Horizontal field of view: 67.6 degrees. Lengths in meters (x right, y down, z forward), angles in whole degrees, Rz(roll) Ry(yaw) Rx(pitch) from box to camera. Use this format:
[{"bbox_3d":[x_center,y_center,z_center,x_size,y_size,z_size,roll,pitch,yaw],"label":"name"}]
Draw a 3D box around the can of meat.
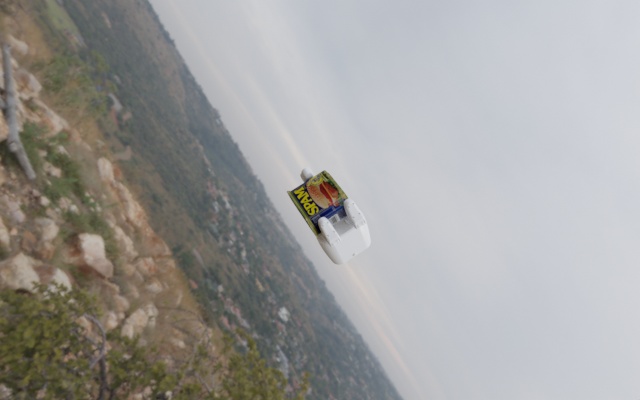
[{"bbox_3d":[0.000,0.003,0.869,0.084,0.102,0.057,-32,-38,-5],"label":"can of meat"}]
